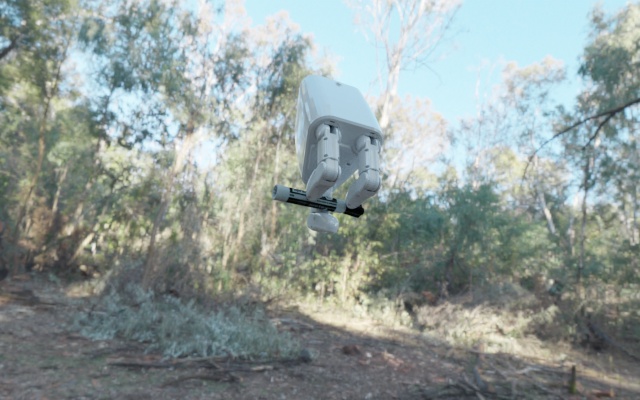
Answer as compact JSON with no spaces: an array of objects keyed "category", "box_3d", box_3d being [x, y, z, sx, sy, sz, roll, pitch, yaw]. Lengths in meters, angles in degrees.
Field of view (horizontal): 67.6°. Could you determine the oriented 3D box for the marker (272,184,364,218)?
[{"category":"marker","box_3d":[0.000,0.002,0.582,0.121,0.020,0.020,13,-5,-24]}]
